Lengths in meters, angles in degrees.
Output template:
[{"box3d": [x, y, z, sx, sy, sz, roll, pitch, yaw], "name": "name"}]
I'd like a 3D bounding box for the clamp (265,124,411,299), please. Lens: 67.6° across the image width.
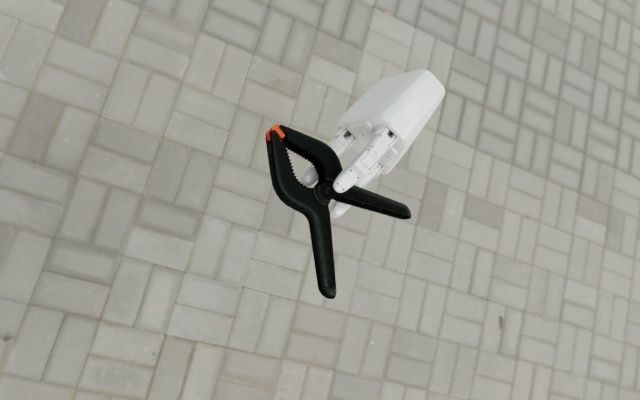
[{"box3d": [0.000, 0.001, 0.579, 0.164, 0.210, 0.036, -50, 11, -25], "name": "clamp"}]
